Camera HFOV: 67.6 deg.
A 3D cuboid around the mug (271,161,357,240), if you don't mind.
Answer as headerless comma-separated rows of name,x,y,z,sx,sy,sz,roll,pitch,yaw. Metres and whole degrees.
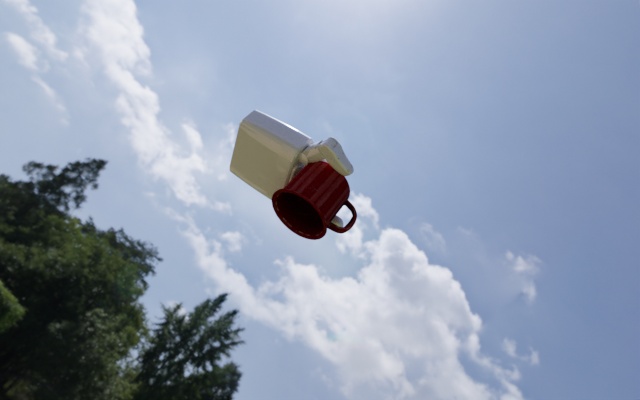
mug,0.001,0.003,0.689,0.117,0.081,0.093,32,-36,12
